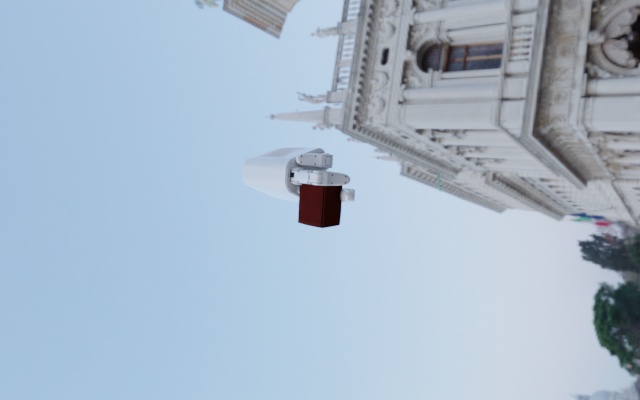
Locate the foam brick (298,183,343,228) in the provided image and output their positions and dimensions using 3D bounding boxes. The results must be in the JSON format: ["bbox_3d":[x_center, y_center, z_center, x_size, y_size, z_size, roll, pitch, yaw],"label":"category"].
[{"bbox_3d":[0.000,0.003,0.788,0.051,0.078,0.053,7,5,35],"label":"foam brick"}]
